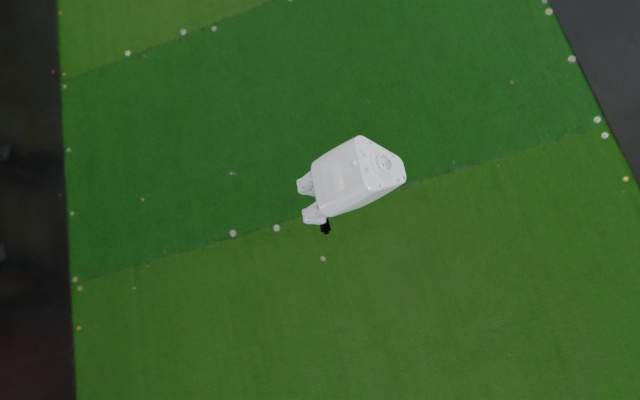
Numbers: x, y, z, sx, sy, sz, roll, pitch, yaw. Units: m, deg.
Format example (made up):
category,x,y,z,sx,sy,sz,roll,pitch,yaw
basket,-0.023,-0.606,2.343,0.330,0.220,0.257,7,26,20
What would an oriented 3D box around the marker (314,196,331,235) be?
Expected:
category,x,y,z,sx,sy,sz,roll,pitch,yaw
marker,0.000,0.003,0.867,0.020,0.121,0.020,-10,-18,-3
